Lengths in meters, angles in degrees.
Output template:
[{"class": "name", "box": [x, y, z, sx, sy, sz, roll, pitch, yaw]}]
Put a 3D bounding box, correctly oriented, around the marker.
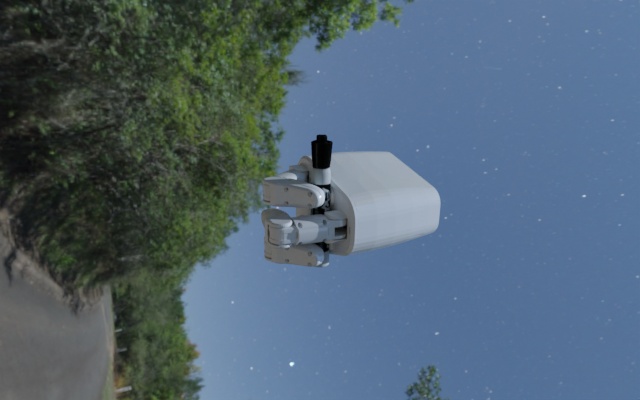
[{"class": "marker", "box": [0.000, 0.001, 0.428, 0.020, 0.121, 0.020, 1, 18, 0]}]
